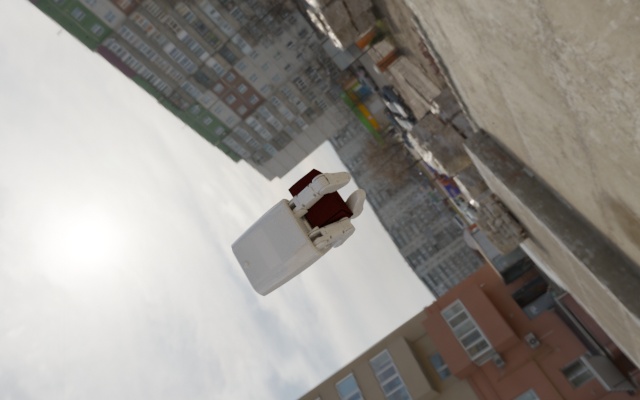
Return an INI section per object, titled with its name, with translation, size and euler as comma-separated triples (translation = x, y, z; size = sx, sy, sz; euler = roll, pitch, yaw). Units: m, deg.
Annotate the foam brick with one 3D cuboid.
[foam brick]
translation = 0.000, 0.002, 0.686
size = 0.051, 0.078, 0.053
euler = -38, -22, 11
